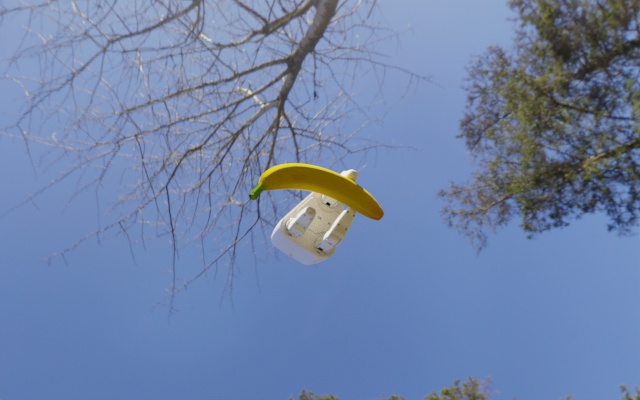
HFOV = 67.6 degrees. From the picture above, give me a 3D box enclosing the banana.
[{"bbox_3d":[-0.002,-0.016,0.678,0.198,0.069,0.037,9,-20,-16],"label":"banana"}]
